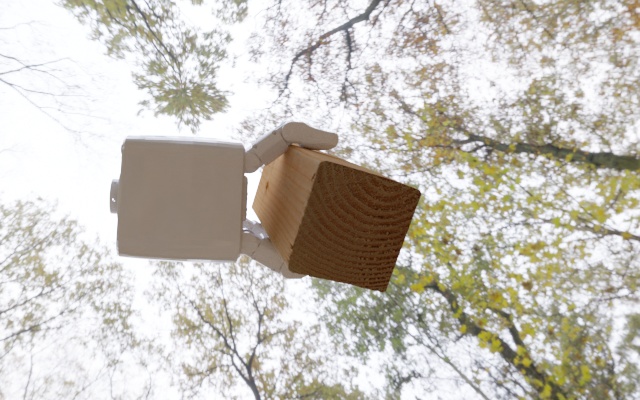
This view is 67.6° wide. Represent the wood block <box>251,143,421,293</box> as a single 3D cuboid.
[{"bbox_3d":[0.000,0.001,0.464,0.090,0.091,0.206,16,8,-19],"label":"wood block"}]
